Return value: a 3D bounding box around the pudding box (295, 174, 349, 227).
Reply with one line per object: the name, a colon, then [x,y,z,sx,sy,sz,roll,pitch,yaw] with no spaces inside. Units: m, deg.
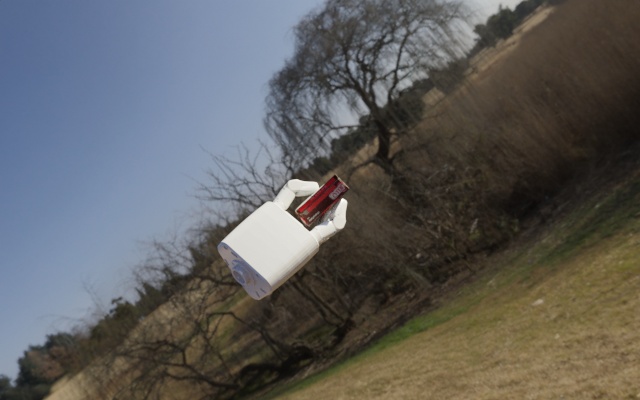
pudding box: [0.000,0.003,0.810,0.090,0.039,0.113,-42,2,-5]
